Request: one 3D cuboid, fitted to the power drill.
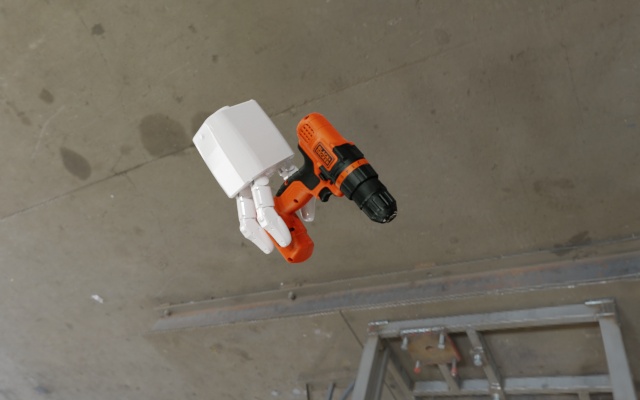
[{"bbox_3d":[0.000,0.002,0.663,0.057,0.184,0.188,-8,-36,-51],"label":"power drill"}]
